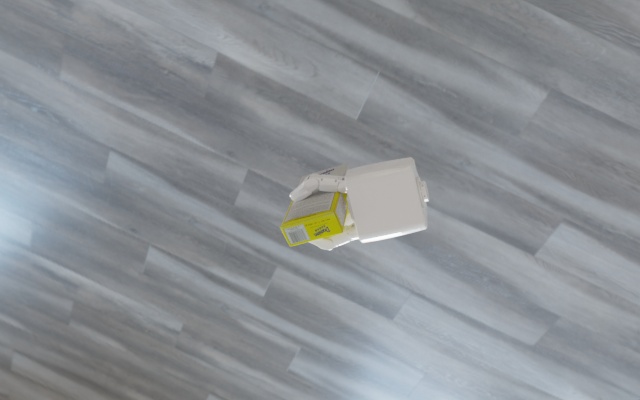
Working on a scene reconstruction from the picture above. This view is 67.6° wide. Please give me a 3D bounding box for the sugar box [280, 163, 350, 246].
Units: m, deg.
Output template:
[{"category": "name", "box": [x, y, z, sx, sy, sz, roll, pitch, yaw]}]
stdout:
[{"category": "sugar box", "box": [0.000, 0.003, 0.792, 0.093, 0.048, 0.176, -15, 22, 19]}]
